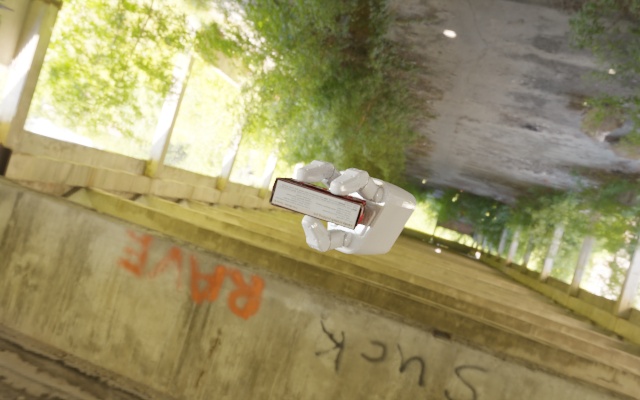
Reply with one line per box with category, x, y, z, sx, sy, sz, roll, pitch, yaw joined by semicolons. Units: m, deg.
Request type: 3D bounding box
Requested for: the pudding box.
pudding box;0.000;0.002;0.610;0.113;0.039;0.090;15;3;7
